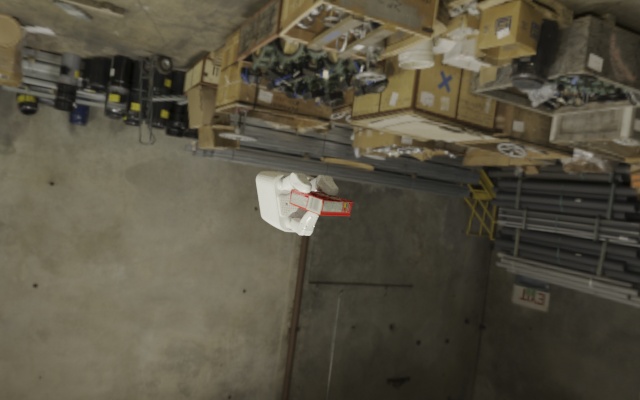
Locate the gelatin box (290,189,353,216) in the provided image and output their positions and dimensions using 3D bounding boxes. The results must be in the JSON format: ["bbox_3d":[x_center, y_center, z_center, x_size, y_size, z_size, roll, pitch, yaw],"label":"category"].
[{"bbox_3d":[0.000,0.003,0.842,0.073,0.030,0.089,4,10,-42],"label":"gelatin box"}]
